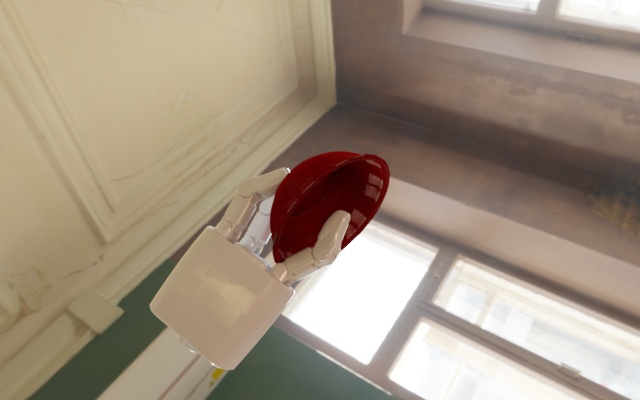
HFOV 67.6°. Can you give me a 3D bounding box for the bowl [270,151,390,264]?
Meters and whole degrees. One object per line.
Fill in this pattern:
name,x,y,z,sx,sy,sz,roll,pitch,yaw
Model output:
bowl,0.001,0.001,0.529,0.162,0.162,0.055,0,38,-51
